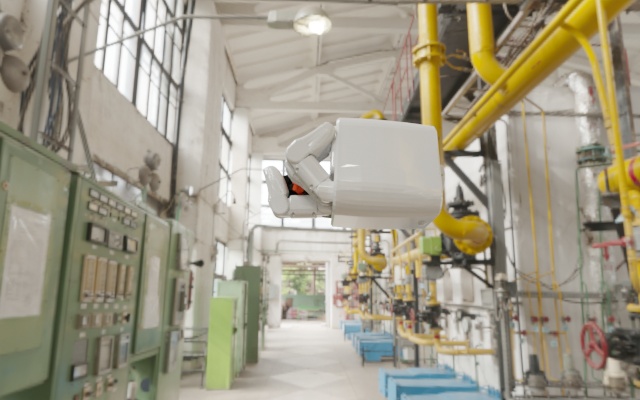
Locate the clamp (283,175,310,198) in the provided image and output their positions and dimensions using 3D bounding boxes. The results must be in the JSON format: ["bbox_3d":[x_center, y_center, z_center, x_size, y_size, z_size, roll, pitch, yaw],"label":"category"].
[{"bbox_3d":[0.000,0.001,0.598,0.120,0.039,0.171,6,-11,1],"label":"clamp"}]
